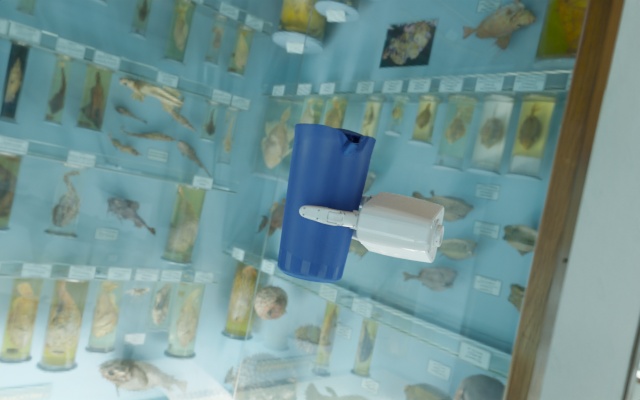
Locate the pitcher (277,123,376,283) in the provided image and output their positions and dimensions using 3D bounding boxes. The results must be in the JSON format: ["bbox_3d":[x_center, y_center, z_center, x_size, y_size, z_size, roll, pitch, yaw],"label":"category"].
[{"bbox_3d":[0.000,0.003,0.783,0.145,0.243,0.149,11,1,23],"label":"pitcher"}]
